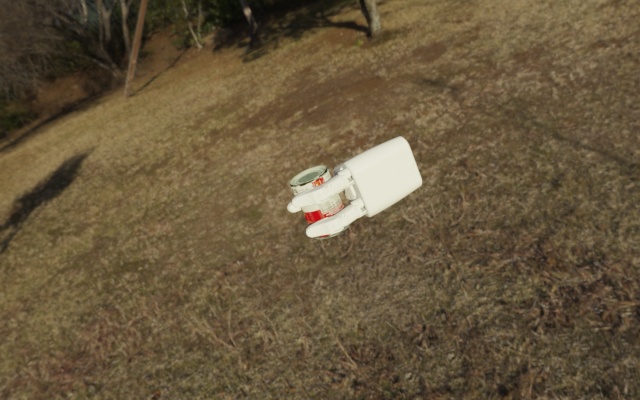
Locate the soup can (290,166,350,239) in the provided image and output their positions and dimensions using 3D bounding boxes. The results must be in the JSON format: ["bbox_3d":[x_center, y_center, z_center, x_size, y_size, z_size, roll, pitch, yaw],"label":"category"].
[{"bbox_3d":[0.000,0.003,0.780,0.068,0.102,0.068,-22,20,8],"label":"soup can"}]
